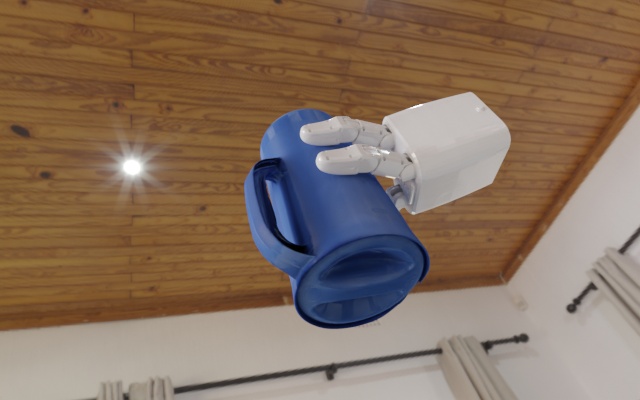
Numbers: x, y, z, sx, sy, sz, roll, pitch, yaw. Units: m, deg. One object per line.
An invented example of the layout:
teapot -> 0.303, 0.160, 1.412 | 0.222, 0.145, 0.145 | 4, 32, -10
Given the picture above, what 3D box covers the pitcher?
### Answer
pitcher -> 0.000, 0.002, 0.515 | 0.145, 0.149, 0.242 | -20, 45, -4
